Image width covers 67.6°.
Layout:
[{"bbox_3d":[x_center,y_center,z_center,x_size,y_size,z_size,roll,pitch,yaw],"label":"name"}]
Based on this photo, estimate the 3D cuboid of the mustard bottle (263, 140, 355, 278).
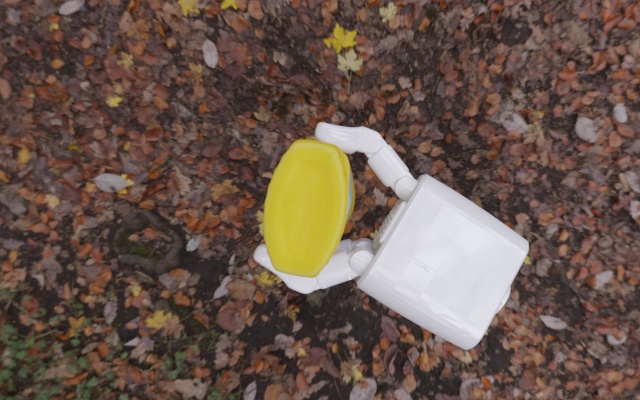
[{"bbox_3d":[0.000,0.001,0.417,0.058,0.096,0.191,8,4,6],"label":"mustard bottle"}]
